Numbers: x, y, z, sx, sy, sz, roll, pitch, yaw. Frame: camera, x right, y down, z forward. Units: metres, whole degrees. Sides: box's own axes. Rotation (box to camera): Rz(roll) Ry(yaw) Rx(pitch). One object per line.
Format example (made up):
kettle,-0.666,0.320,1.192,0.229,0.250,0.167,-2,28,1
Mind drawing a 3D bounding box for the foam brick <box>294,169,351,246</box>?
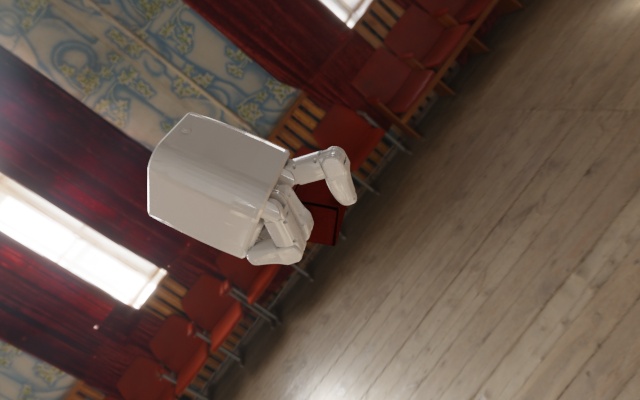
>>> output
foam brick,0.000,0.002,0.513,0.051,0.053,0.078,10,36,8
